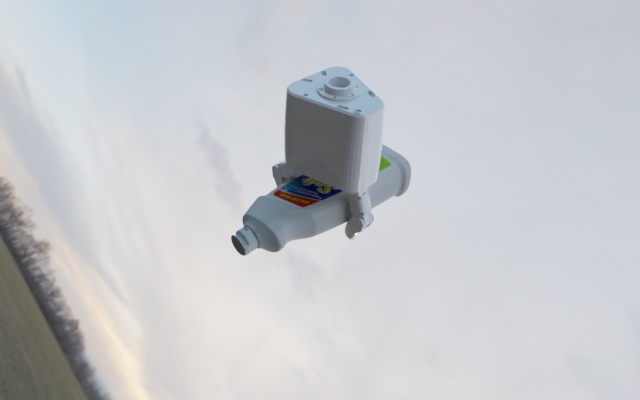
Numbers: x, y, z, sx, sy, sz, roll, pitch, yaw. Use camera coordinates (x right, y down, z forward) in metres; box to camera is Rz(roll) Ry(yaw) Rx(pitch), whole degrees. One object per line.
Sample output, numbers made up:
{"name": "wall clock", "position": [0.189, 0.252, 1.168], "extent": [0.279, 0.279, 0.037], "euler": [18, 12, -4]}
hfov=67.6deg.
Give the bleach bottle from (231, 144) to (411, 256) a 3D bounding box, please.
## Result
{"name": "bleach bottle", "position": [0.000, 0.002, 0.623], "extent": [0.250, 0.068, 0.102], "euler": [-31, 51, -31]}
